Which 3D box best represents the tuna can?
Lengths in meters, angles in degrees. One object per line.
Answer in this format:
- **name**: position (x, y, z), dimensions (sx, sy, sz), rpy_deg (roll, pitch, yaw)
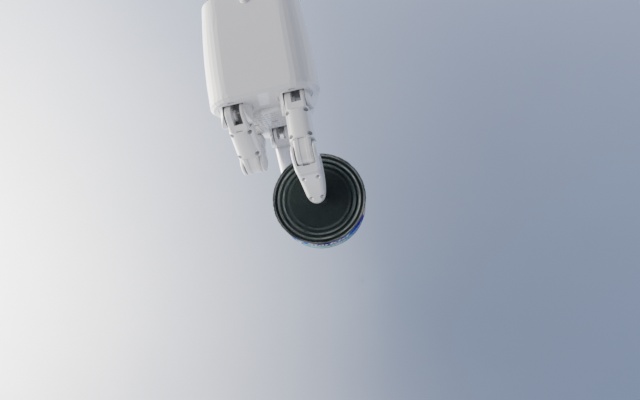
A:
- **tuna can**: position (0.000, 0.002, 0.450), dimensions (0.086, 0.086, 0.034), rpy_deg (0, -15, 6)
